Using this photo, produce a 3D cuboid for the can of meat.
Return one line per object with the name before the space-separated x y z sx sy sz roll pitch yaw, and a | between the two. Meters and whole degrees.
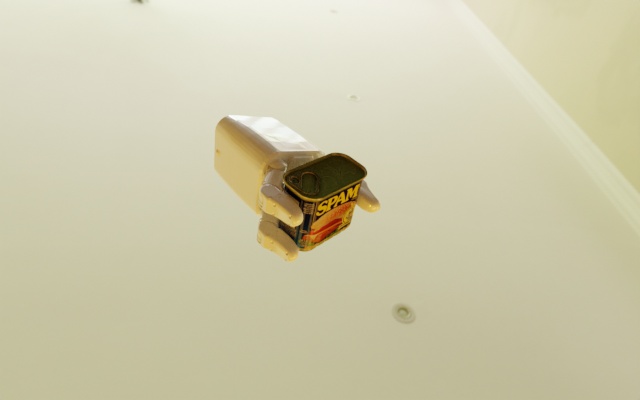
can of meat | 0.000 0.002 0.564 0.102 0.084 0.057 -27 52 -38
